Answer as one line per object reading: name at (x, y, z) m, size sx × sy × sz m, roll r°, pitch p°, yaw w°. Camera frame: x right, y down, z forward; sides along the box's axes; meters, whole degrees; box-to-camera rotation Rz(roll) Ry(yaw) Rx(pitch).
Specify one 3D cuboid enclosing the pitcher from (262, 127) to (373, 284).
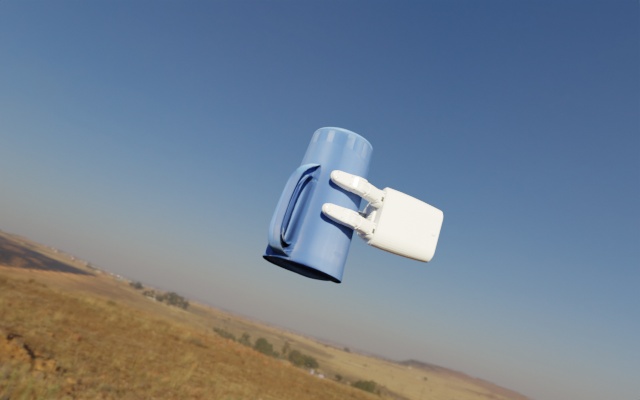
pitcher at (0.000, 0.003, 0.781) m, size 0.145 × 0.242 × 0.149 m, roll 21°, pitch -15°, yaw -10°
